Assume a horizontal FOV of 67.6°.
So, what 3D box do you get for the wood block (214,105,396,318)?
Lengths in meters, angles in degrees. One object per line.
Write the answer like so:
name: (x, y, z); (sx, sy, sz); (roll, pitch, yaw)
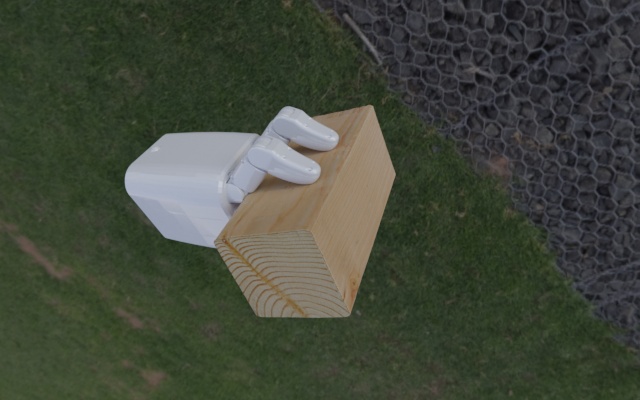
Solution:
wood block: (0.000, 0.002, 0.450); (0.090, 0.091, 0.206); (-7, 33, 26)
